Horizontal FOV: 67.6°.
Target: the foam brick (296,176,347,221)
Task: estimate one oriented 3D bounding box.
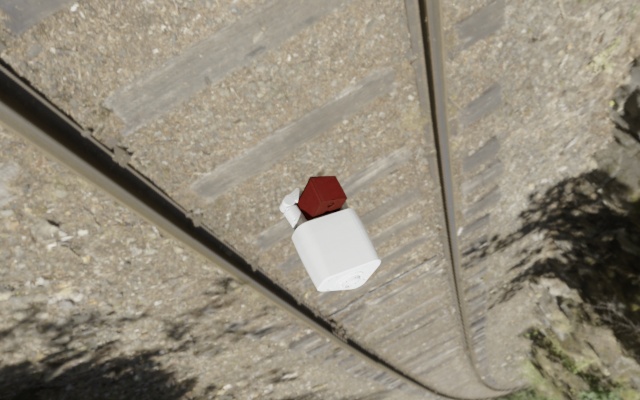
[{"bbox_3d":[0.000,0.002,0.805,0.053,0.051,0.078,-7,-35,-31],"label":"foam brick"}]
